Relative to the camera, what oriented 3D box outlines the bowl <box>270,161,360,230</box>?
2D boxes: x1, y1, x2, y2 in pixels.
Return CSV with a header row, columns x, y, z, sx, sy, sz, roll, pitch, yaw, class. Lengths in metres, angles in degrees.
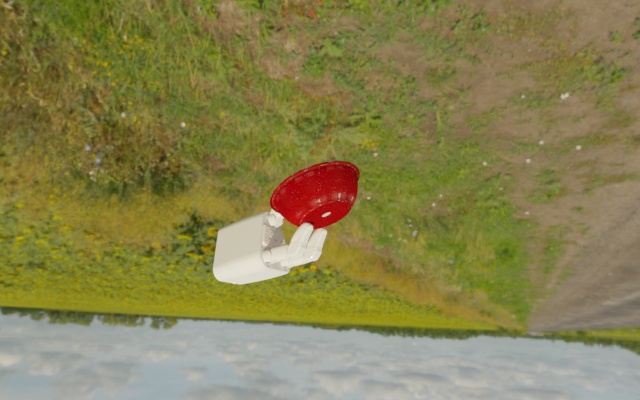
x,y,z,sx,sy,sz,roll,pitch,yaw,class
0.001,0.002,0.795,0.162,0.055,0.162,-18,-26,-9,bowl
